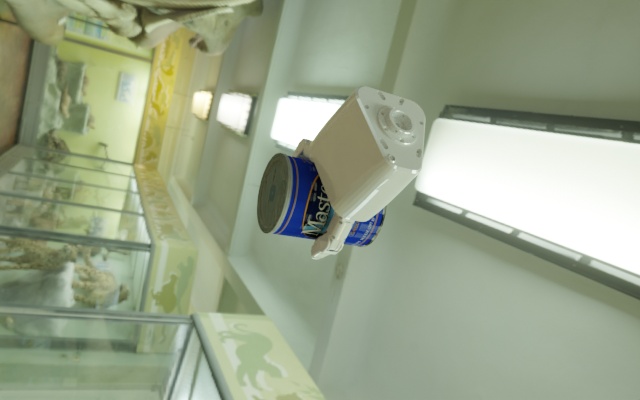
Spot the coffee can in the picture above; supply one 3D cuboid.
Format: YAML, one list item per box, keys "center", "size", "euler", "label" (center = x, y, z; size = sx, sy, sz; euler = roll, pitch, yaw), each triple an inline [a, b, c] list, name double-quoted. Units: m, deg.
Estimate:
- center: [0.000, 0.002, 0.627]
  size: [0.140, 0.103, 0.103]
  euler: [11, -5, -25]
  label: "coffee can"
